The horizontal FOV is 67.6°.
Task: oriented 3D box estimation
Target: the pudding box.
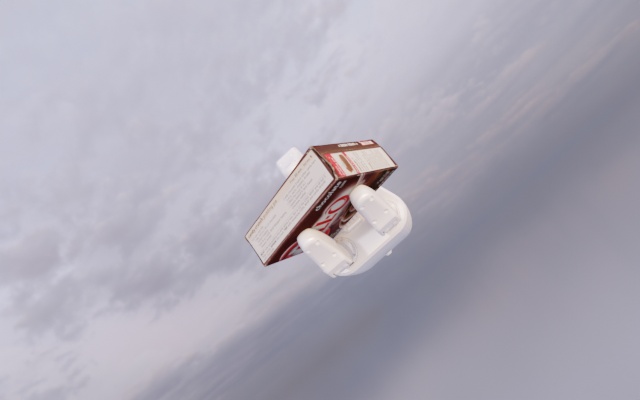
[{"bbox_3d":[0.000,0.001,0.402,0.090,0.039,0.113,-16,-31,-51],"label":"pudding box"}]
